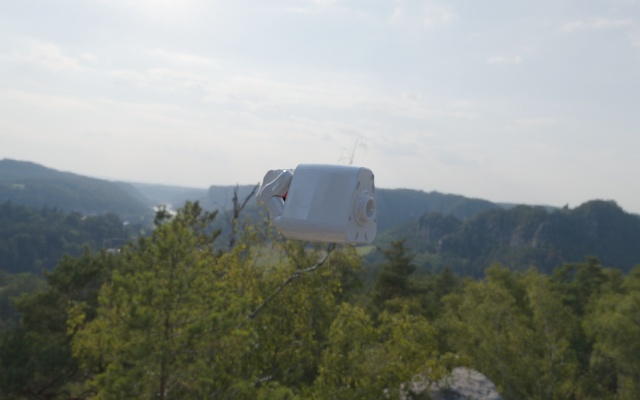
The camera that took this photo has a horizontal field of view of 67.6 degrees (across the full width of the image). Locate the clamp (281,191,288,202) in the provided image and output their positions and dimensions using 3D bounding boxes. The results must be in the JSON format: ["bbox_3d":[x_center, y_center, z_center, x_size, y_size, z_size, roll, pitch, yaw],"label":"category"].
[{"bbox_3d":[0.000,0.002,0.781,0.120,0.039,0.171,5,-2,34],"label":"clamp"}]
